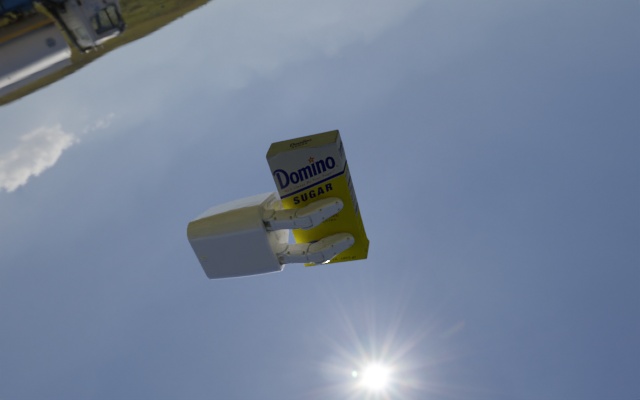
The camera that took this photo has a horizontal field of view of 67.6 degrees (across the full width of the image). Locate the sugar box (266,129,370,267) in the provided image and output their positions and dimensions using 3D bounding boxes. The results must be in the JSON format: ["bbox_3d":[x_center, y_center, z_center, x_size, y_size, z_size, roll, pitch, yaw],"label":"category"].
[{"bbox_3d":[0.000,0.002,0.626,0.093,0.176,0.048,-10,31,15],"label":"sugar box"}]
